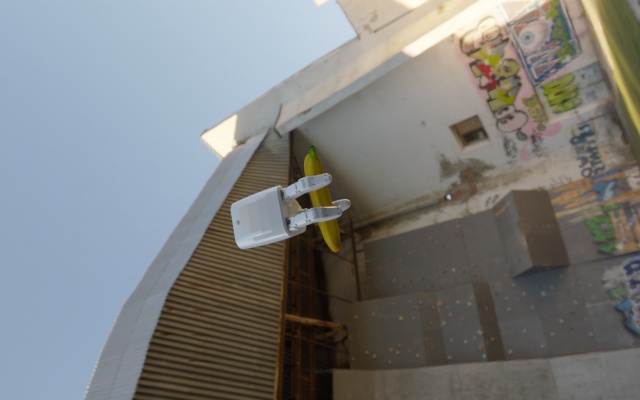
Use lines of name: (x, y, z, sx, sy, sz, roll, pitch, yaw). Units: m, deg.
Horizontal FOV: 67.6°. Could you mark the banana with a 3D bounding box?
banana: (0.000, -0.002, 0.892, 0.037, 0.198, 0.069, -15, 5, 5)
